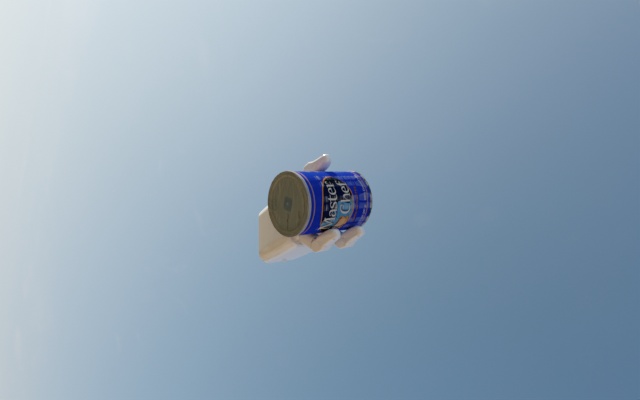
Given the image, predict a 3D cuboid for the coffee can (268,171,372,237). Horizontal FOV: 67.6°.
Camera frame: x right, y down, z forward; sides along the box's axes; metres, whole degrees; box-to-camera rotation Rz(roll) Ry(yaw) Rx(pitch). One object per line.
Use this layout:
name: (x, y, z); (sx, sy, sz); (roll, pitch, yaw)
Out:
coffee can: (0.000, 0.002, 0.778); (0.140, 0.103, 0.103); (-3, 2, -42)
